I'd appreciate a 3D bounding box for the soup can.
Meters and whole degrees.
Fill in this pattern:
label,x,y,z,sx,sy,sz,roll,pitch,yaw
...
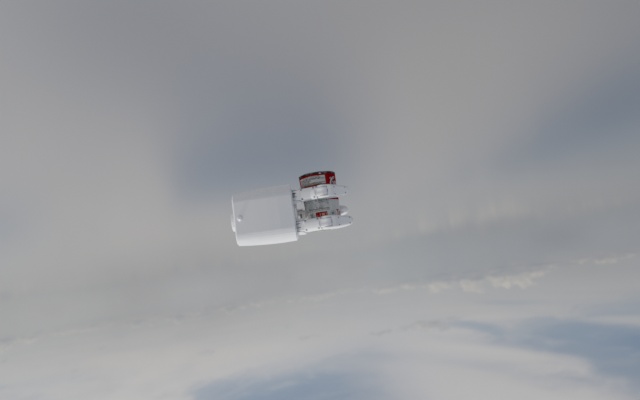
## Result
label,x,y,z,sx,sy,sz,roll,pitch,yaw
soup can,0.001,0.003,0.874,0.068,0.102,0.068,-8,-8,-1
